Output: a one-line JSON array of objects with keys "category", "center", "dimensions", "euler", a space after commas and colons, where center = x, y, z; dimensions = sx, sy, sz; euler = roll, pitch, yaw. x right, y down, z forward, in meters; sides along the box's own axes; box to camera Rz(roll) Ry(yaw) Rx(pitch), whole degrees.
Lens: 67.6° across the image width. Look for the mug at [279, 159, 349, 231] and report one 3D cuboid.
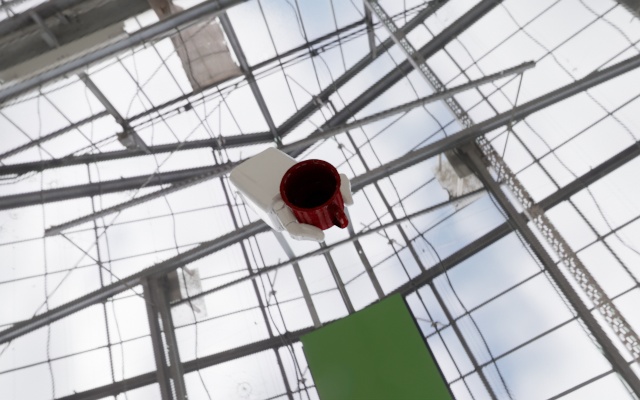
[{"category": "mug", "center": [0.001, 0.003, 0.733], "dimensions": [0.117, 0.093, 0.081], "euler": [38, -16, 28]}]
